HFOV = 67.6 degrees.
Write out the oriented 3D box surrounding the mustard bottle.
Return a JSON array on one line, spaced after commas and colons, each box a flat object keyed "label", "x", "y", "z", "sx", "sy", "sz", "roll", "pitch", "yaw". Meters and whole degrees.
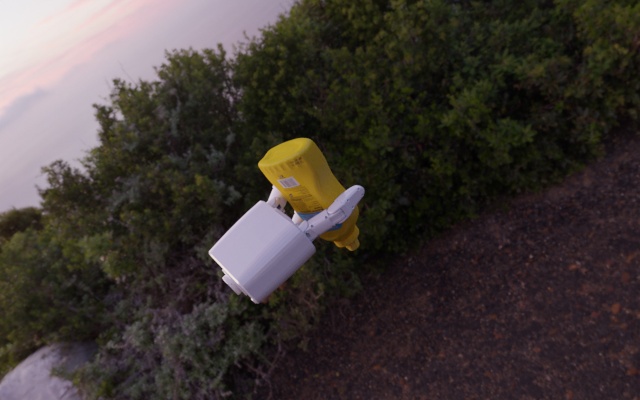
[{"label": "mustard bottle", "x": 0.000, "y": 0.002, "z": 0.684, "sx": 0.096, "sy": 0.192, "sz": 0.058, "roll": -10, "pitch": 37, "yaw": 43}]
